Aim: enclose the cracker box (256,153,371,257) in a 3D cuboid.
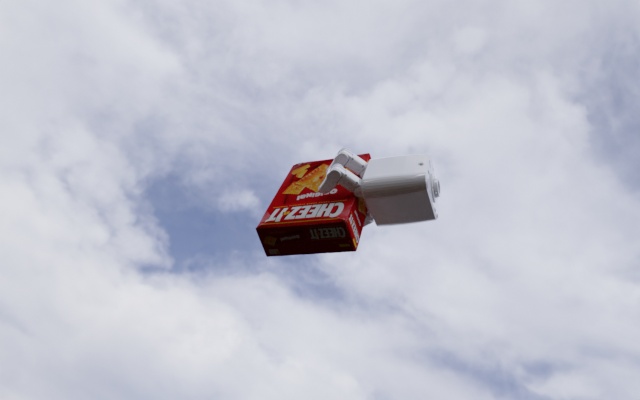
[{"bbox_3d":[0.000,0.003,0.853,0.164,0.072,0.213,-6,32,22],"label":"cracker box"}]
